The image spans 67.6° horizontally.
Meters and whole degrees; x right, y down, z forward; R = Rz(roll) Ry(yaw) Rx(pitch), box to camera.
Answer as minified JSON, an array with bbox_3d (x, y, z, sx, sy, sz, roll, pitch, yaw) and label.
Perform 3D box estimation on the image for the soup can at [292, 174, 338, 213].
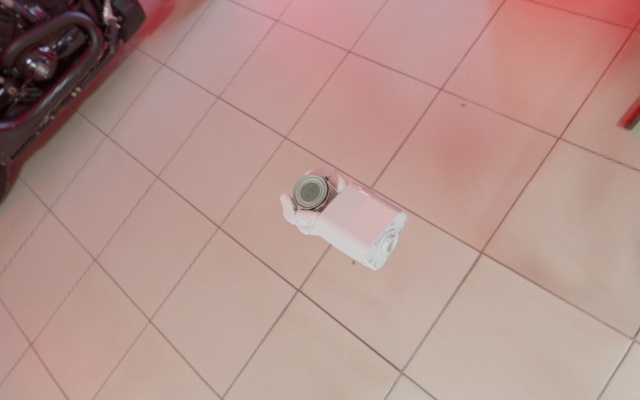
[{"bbox_3d":[0.000,0.002,0.850,0.068,0.068,0.102,0,-21,23],"label":"soup can"}]
